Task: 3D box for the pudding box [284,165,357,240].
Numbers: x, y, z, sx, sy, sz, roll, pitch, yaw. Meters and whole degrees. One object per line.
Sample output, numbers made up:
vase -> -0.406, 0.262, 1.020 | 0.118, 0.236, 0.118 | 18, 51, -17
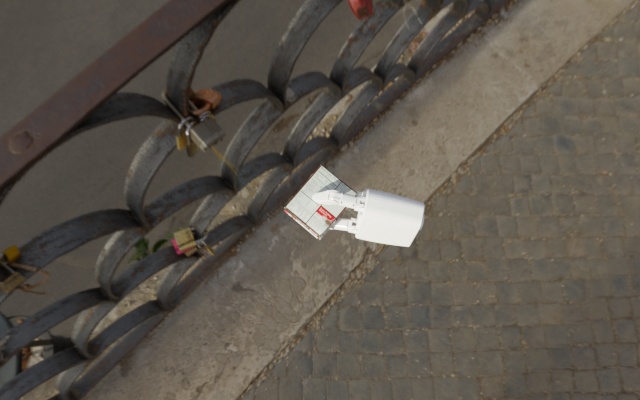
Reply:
pudding box -> 0.000, 0.003, 0.898 | 0.090, 0.113, 0.039 | 39, -12, 7
